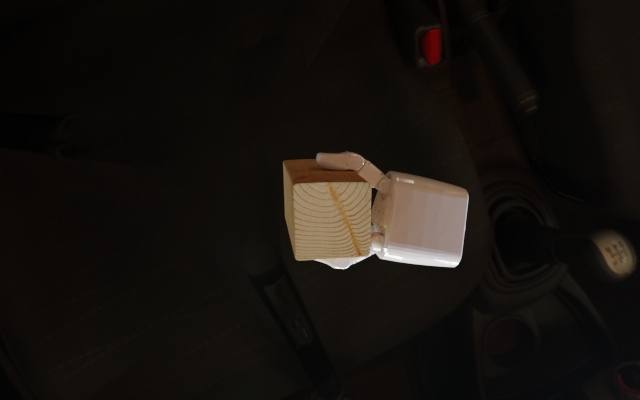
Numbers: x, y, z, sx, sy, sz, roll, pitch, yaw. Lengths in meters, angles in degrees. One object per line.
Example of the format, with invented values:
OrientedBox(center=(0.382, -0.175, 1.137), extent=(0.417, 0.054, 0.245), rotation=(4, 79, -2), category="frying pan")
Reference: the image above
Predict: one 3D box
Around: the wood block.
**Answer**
OrientedBox(center=(0.001, 0.002, 0.635), extent=(0.090, 0.091, 0.206), rotation=(-2, 12, -7), category="wood block")
